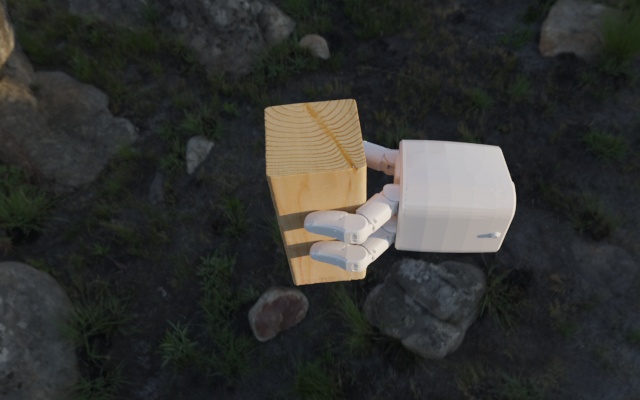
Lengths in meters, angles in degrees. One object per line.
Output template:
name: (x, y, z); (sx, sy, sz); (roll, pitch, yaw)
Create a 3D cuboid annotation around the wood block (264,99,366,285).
wood block: (0.000, 0.001, 0.516); (0.090, 0.090, 0.206); (-6, -37, 1)
